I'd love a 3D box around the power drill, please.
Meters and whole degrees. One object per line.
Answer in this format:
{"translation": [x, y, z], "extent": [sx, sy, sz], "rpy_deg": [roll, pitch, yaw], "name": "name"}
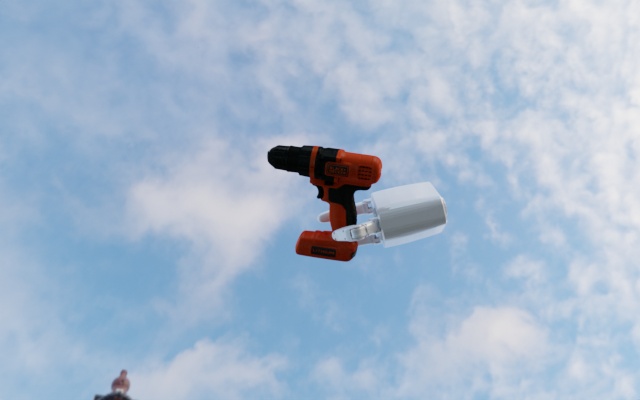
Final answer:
{"translation": [0.000, 0.003, 0.784], "extent": [0.184, 0.188, 0.057], "rpy_deg": [9, 26, 9], "name": "power drill"}
